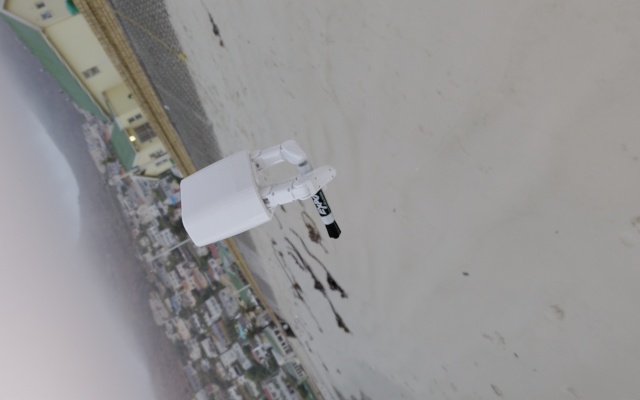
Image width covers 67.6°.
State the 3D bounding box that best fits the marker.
[{"bbox_3d":[0.000,0.002,0.645,0.020,0.121,0.020,-20,26,10],"label":"marker"}]
